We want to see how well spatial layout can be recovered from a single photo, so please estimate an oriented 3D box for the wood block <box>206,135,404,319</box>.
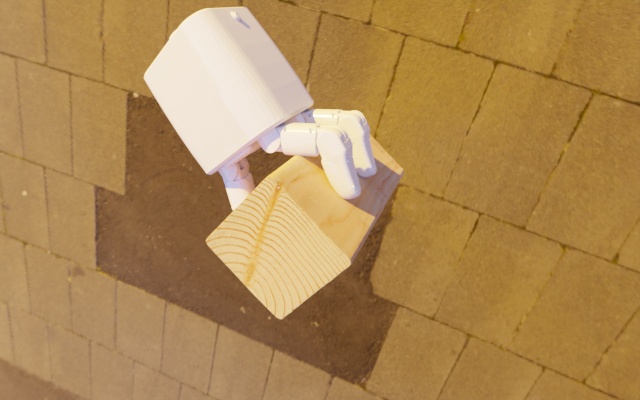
[{"bbox_3d":[0.000,0.001,0.448,0.091,0.090,0.206,-42,3,30],"label":"wood block"}]
